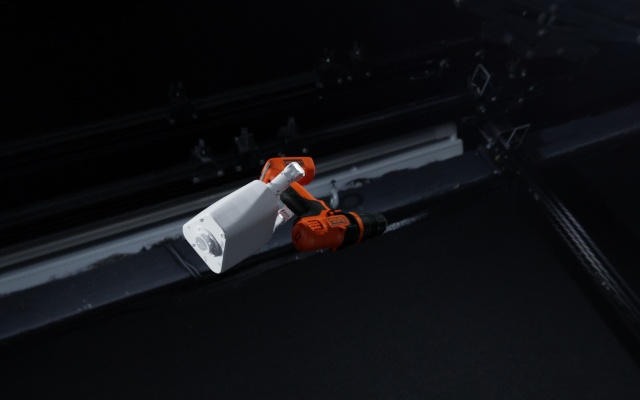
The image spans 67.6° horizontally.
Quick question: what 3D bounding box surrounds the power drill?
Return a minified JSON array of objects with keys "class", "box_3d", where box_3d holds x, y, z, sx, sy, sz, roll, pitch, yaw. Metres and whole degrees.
[{"class":"power drill","box_3d":[0.000,0.002,0.783,0.184,0.057,0.187,-5,41,-41]}]
